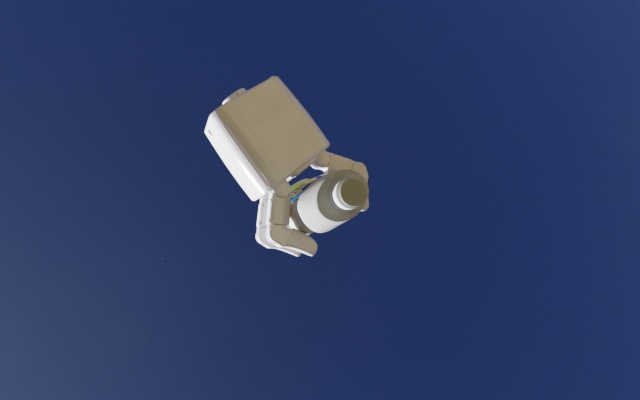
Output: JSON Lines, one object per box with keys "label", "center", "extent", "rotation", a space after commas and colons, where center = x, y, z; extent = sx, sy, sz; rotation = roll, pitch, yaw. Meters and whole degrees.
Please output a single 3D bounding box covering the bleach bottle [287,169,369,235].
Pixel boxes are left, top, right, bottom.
{"label": "bleach bottle", "center": [0.000, 0.002, 0.581], "extent": [0.102, 0.068, 0.251], "rotation": [-37, 5, -19]}
